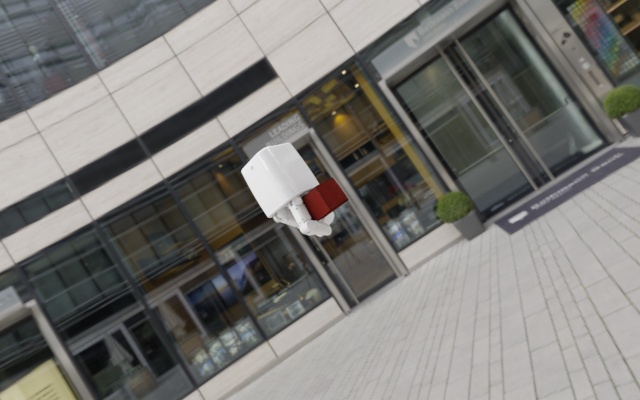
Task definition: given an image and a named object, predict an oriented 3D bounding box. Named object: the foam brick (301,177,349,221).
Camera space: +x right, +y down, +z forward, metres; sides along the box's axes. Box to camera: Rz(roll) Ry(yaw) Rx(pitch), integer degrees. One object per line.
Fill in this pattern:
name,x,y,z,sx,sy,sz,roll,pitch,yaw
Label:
foam brick,0.000,0.003,0.867,0.053,0.051,0.078,-28,-6,-44
